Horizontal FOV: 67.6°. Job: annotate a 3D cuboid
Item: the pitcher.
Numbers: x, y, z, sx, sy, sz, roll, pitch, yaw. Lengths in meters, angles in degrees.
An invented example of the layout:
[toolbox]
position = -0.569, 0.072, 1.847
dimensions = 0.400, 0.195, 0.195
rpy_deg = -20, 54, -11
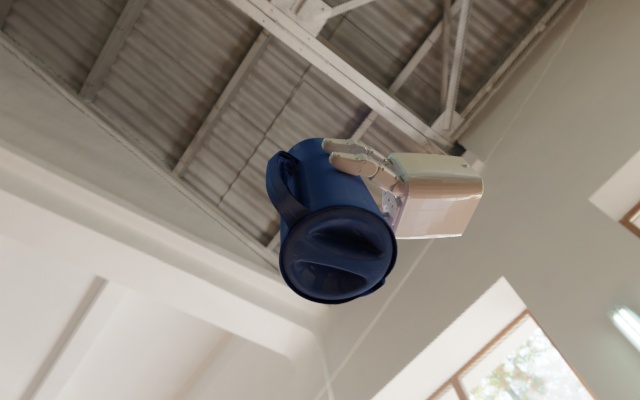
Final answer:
[pitcher]
position = 0.000, 0.002, 0.620
dimensions = 0.145, 0.149, 0.242
rpy_deg = -1, 29, -8
